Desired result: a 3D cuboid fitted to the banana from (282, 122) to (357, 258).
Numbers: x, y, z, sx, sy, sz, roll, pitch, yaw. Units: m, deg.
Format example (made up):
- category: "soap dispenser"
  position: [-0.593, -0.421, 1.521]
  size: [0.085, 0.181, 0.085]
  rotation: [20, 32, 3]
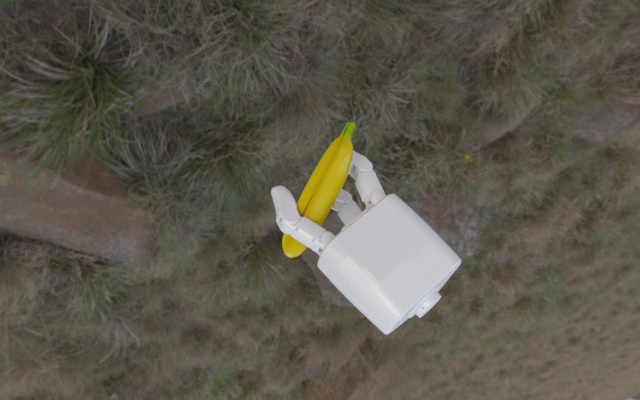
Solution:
- category: "banana"
  position: [-0.005, 0.005, 0.559]
  size: [0.037, 0.198, 0.069]
  rotation: [32, 27, 7]
